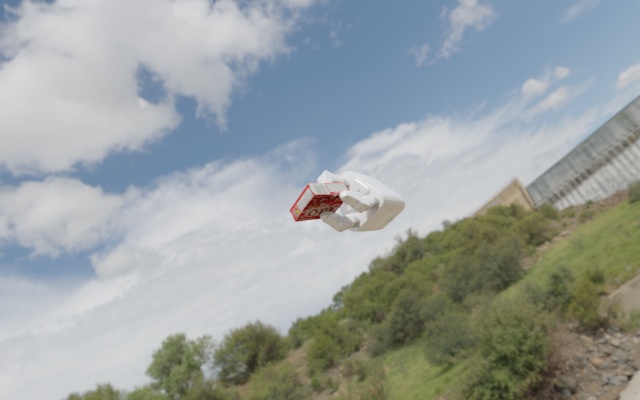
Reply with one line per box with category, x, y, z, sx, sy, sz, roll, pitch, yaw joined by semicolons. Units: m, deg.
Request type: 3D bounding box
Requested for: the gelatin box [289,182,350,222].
gelatin box;0.000;0.002;0.844;0.089;0.030;0.073;-3;-38;-42
